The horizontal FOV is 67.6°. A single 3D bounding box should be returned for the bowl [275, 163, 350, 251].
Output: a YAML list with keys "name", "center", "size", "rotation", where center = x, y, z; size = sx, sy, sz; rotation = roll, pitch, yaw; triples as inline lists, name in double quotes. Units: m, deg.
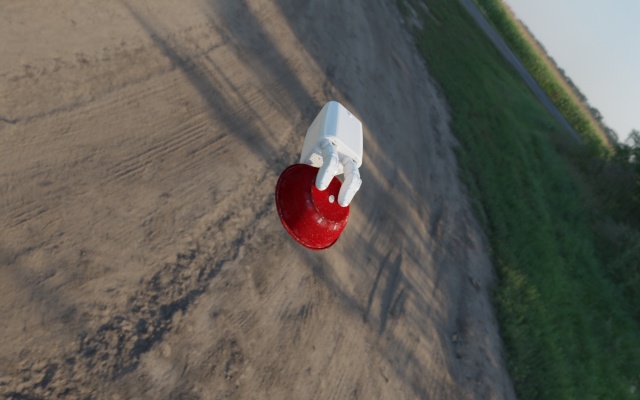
- name: "bowl"
  center: [0.000, 0.004, 0.829]
  size: [0.162, 0.162, 0.055]
  rotation: [0, -17, -45]
